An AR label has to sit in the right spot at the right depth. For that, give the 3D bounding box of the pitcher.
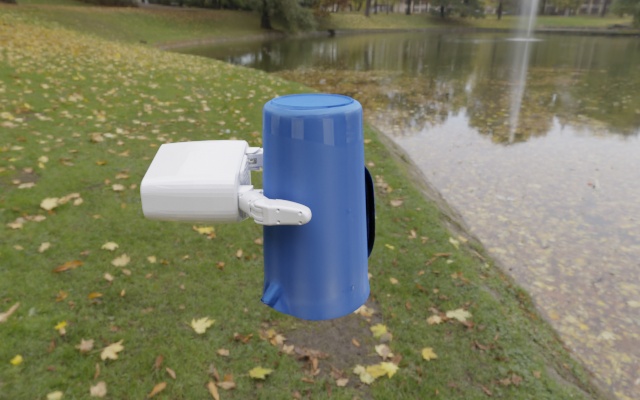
[{"bbox_3d":[0.000,0.002,0.564,0.145,0.243,0.149,0,21,1],"label":"pitcher"}]
